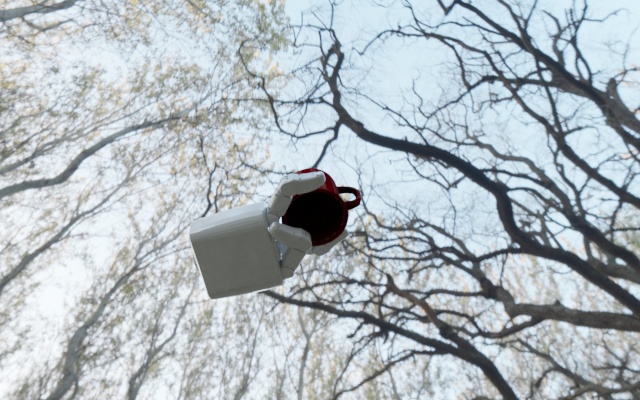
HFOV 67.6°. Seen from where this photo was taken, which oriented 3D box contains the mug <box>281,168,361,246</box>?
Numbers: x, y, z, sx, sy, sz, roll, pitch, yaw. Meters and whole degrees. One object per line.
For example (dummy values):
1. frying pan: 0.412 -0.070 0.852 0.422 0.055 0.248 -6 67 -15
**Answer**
1. mug: 0.001 0.002 0.687 0.117 0.093 0.081 -14 30 1
